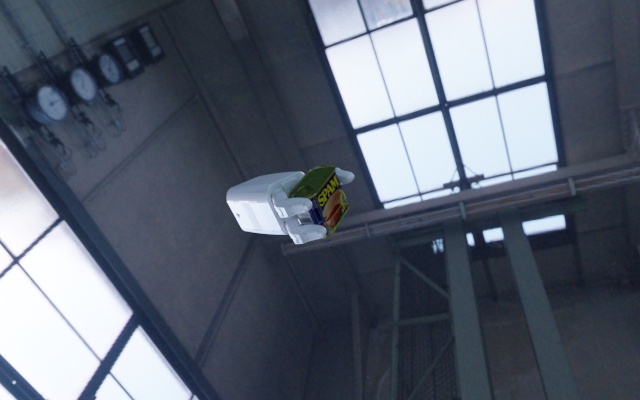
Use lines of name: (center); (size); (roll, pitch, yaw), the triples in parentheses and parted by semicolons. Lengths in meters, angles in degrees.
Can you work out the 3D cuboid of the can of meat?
can of meat: (0.000, 0.003, 0.801); (0.057, 0.084, 0.102); (-3, 34, 34)
